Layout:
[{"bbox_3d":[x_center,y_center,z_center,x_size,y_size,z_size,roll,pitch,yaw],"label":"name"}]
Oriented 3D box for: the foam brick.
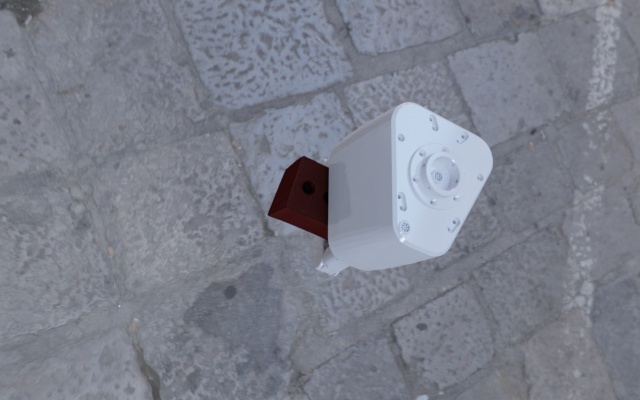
[{"bbox_3d":[0.000,0.001,0.449,0.078,0.053,0.051,23,-19,-17],"label":"foam brick"}]
